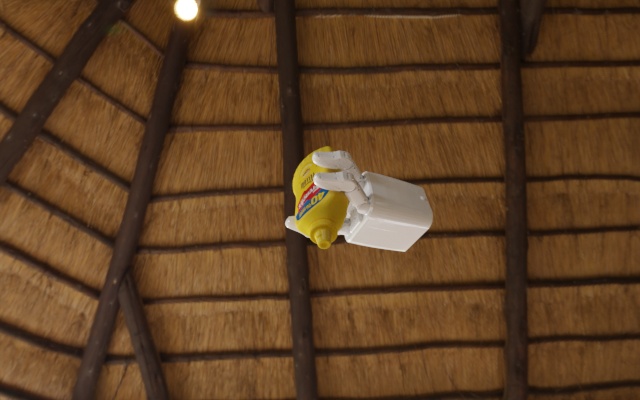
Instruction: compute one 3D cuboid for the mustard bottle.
[{"bbox_3d":[0.000,0.002,0.736,0.058,0.191,0.096,35,-62,-28],"label":"mustard bottle"}]
